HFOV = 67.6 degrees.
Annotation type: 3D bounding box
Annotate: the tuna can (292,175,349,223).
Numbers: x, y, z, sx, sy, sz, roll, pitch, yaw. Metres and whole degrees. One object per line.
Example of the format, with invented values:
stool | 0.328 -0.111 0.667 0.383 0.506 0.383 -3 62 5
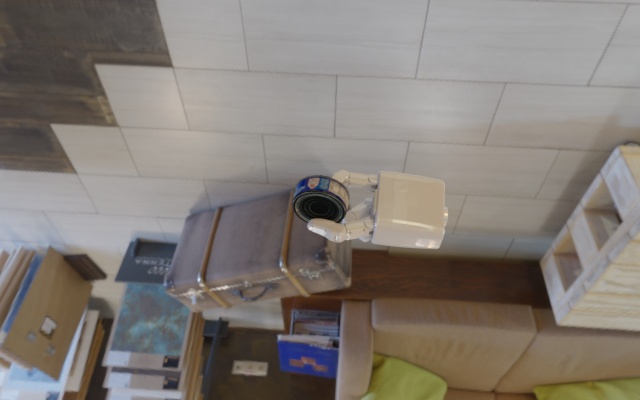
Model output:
tuna can | 0.000 0.003 0.733 0.086 0.033 0.086 7 -40 6
